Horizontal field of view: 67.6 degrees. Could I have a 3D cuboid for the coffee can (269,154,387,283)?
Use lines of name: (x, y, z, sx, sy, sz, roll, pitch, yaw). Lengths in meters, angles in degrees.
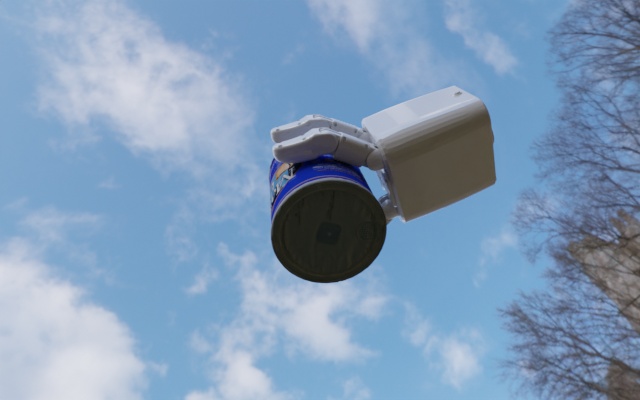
coffee can: (0.000, 0.002, 0.479, 0.103, 0.103, 0.140, 0, 24, -7)
